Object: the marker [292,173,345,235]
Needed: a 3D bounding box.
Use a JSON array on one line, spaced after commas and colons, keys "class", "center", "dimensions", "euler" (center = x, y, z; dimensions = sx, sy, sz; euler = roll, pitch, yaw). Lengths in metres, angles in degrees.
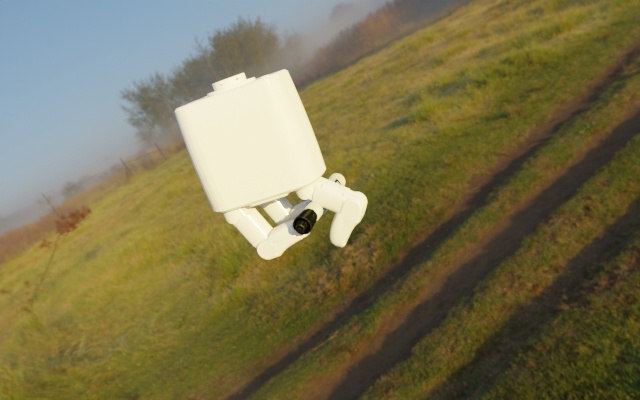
[{"class": "marker", "center": [0.000, 0.002, 0.483], "dimensions": [0.020, 0.020, 0.121], "euler": [0, 23, 20]}]
